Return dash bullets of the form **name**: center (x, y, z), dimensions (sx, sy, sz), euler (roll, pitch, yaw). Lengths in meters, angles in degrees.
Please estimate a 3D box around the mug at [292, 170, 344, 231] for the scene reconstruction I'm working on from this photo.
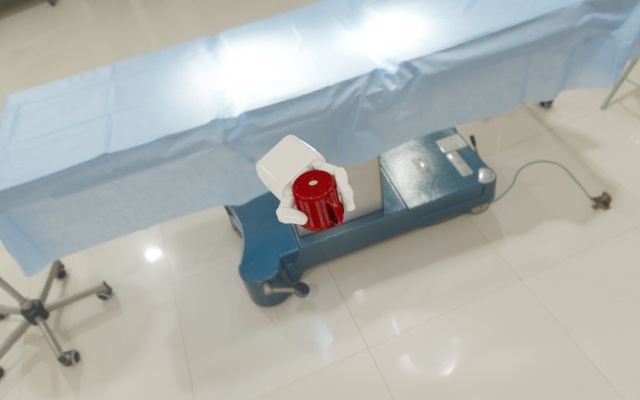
- **mug**: center (0.001, 0.004, 0.886), dimensions (0.093, 0.082, 0.117), euler (-34, 48, -19)
